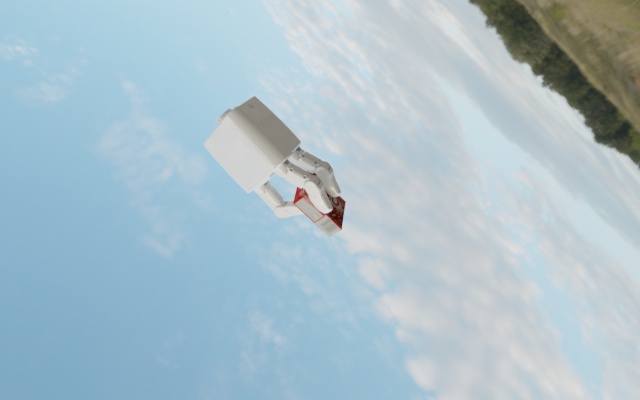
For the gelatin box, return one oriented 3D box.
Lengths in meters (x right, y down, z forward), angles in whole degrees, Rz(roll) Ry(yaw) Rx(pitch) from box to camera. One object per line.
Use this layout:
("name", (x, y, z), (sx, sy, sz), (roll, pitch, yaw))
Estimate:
("gelatin box", (0.000, 0.003, 0.762), (0.030, 0.089, 0.073), (-34, 25, 29))
